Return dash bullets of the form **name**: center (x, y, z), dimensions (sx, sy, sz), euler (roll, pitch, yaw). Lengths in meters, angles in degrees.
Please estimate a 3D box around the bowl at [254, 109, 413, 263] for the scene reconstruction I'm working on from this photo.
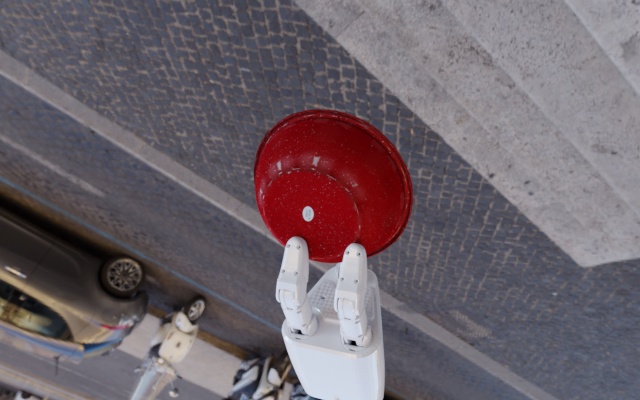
- **bowl**: center (-0.001, 0.000, 0.439), dimensions (0.162, 0.162, 0.055), euler (0, 27, 23)
